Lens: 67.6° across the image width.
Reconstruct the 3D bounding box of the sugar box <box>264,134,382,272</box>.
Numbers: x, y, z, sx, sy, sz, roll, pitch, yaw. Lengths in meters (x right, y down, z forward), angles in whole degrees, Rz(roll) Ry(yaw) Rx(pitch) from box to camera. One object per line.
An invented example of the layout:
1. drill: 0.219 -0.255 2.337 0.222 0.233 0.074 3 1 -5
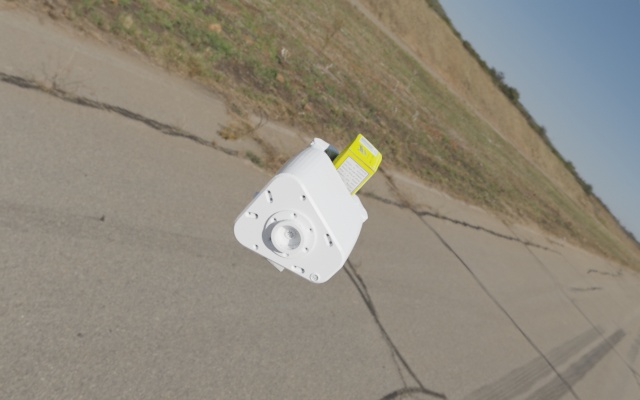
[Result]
1. sugar box: 0.000 0.002 0.592 0.176 0.048 0.093 -45 3 21
